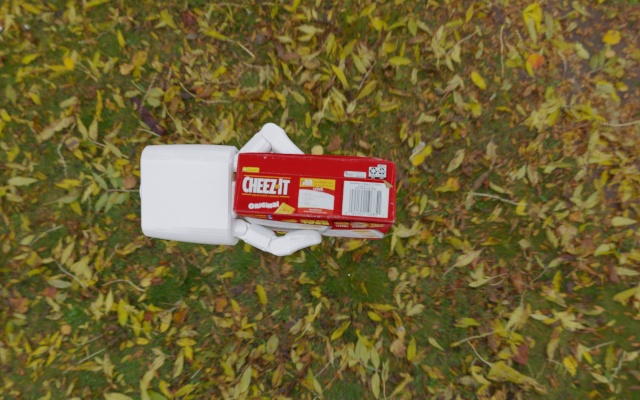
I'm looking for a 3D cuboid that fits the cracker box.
[{"bbox_3d":[0.000,0.002,0.577,0.164,0.072,0.214,3,-9,4],"label":"cracker box"}]
